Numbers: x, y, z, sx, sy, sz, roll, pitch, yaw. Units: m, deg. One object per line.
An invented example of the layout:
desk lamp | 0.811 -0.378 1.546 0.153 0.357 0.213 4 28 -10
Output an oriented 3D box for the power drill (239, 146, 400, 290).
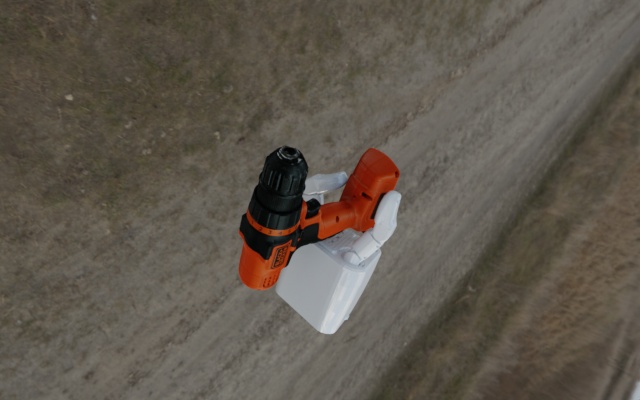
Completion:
power drill | 0.000 0.002 0.517 0.187 0.185 0.057 -21 56 -37
